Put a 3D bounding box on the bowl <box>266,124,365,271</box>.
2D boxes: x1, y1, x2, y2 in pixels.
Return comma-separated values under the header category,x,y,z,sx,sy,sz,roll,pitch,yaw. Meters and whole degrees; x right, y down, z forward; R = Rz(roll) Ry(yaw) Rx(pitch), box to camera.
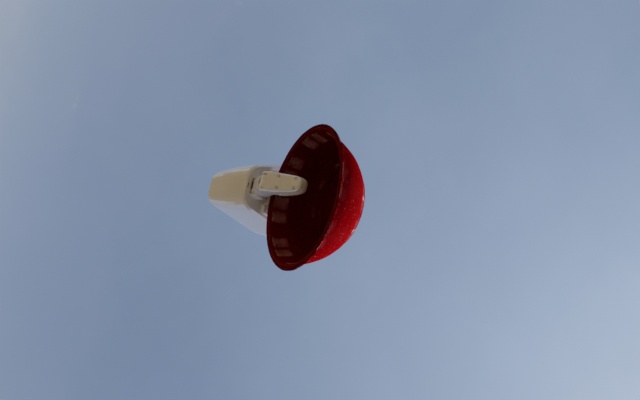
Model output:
category,x,y,z,sx,sy,sz,roll,pitch,yaw
bowl,0.001,0.002,0.521,0.055,0.162,0.162,17,-8,-27
